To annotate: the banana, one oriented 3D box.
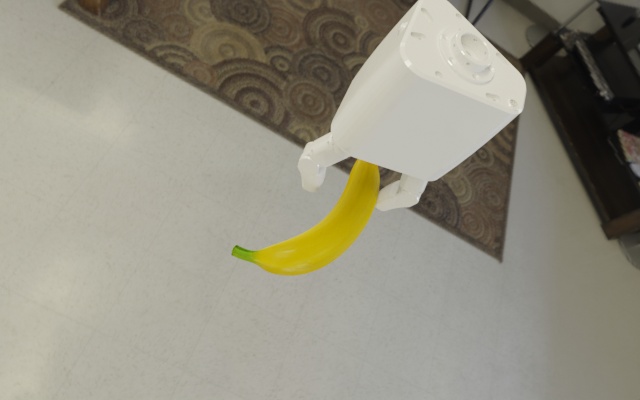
[{"bbox_3d":[0.010,0.018,0.474,0.197,0.069,0.037,-36,-5,-34],"label":"banana"}]
